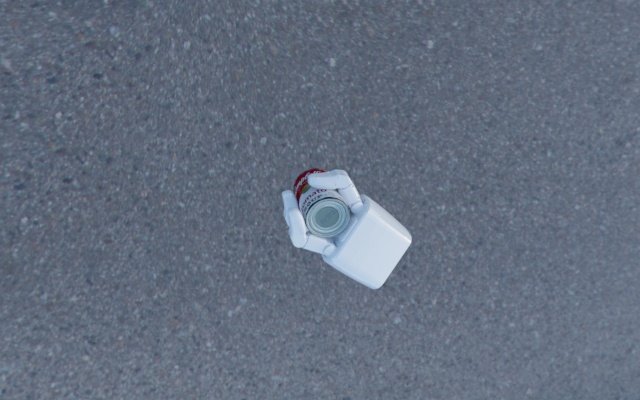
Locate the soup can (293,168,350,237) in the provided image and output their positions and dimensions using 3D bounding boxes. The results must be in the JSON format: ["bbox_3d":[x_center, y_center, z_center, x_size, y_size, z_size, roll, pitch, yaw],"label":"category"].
[{"bbox_3d":[0.000,0.002,0.721,0.068,0.068,0.102,0,28,-14],"label":"soup can"}]
